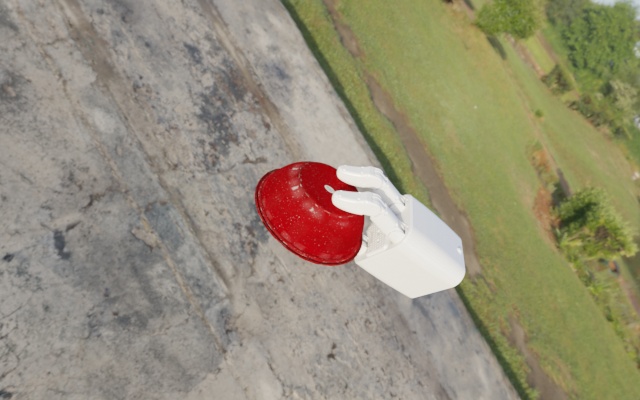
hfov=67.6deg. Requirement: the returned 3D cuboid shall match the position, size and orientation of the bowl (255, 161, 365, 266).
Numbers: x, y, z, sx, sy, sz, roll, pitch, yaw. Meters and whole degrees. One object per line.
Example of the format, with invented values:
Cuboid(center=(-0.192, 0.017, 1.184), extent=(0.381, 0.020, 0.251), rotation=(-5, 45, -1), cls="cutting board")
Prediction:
Cuboid(center=(-0.001, 0.001, 0.610), extent=(0.162, 0.162, 0.055), rotation=(0, -39, -40), cls="bowl")
